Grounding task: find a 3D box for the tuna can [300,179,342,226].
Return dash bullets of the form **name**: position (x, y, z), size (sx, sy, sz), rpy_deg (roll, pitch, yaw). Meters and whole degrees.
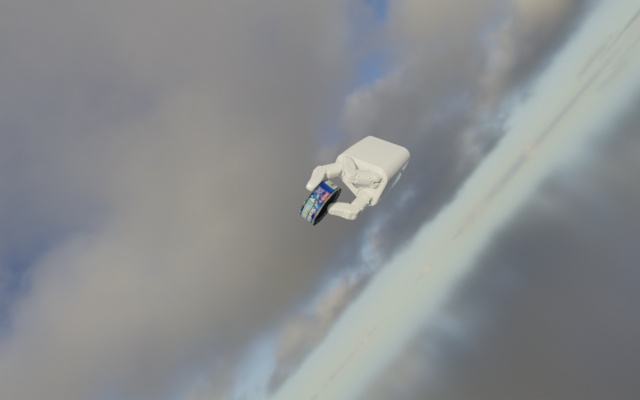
- **tuna can**: position (0.000, 0.003, 0.886), size (0.033, 0.086, 0.086), rpy_deg (37, 8, 11)
